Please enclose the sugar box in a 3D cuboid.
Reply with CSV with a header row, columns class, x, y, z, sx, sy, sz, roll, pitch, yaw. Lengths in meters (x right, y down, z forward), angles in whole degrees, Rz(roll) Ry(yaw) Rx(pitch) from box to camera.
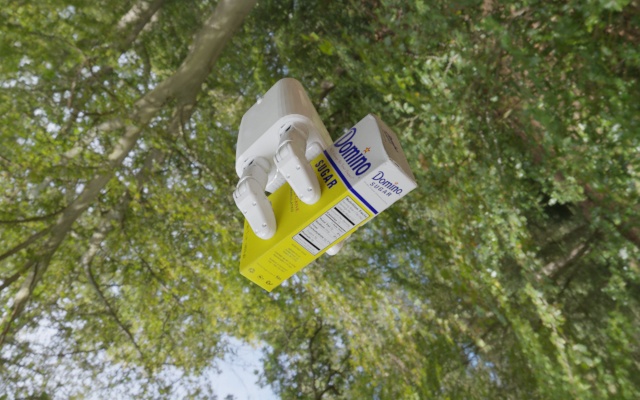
class,x,y,z,sx,sy,sz,roll,pitch,yaw
sugar box,0.000,0.001,0.450,0.048,0.176,0.093,38,24,-27
